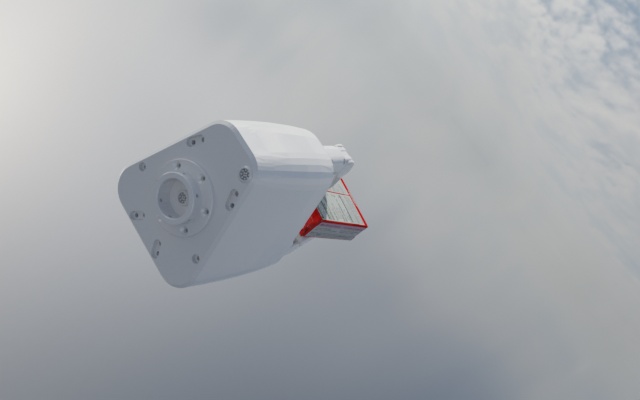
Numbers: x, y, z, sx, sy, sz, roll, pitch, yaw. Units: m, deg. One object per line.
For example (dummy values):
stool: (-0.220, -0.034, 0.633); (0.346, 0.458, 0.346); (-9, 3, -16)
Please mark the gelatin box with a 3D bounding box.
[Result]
gelatin box: (0.001, 0.001, 0.476); (0.030, 0.073, 0.089); (-40, -27, 26)
